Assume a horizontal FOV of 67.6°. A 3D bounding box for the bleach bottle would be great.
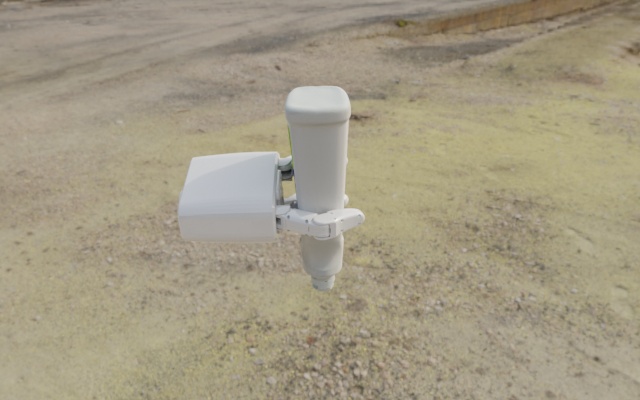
[{"bbox_3d":[0.000,0.002,0.557,0.068,0.251,0.102,-2,27,0],"label":"bleach bottle"}]
